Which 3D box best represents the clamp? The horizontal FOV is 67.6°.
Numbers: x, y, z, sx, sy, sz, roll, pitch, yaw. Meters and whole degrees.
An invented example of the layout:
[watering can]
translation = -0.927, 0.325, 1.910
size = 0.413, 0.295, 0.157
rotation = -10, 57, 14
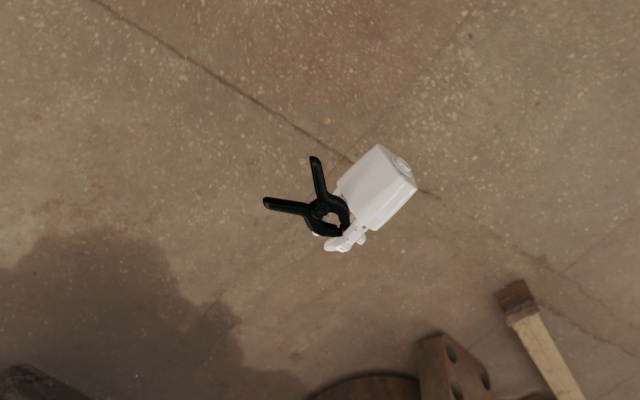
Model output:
[clamp]
translation = 0.000, 0.003, 0.820
size = 0.171, 0.120, 0.039
rotation = 32, 24, -30
